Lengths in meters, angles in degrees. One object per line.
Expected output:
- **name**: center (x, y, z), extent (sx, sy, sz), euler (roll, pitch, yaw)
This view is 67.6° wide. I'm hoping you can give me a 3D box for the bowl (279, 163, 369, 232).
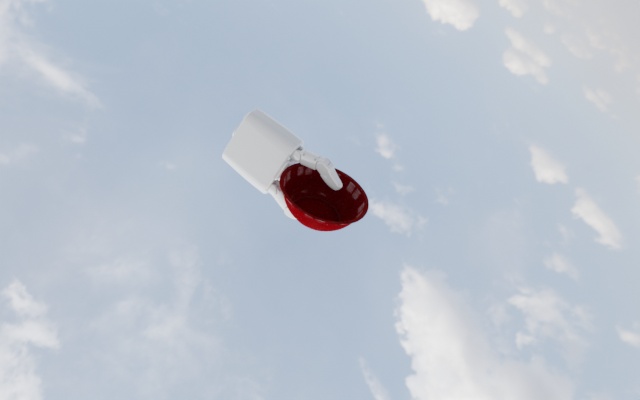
- **bowl**: center (0.001, 0.004, 0.834), extent (0.162, 0.055, 0.162), euler (14, 37, -11)
